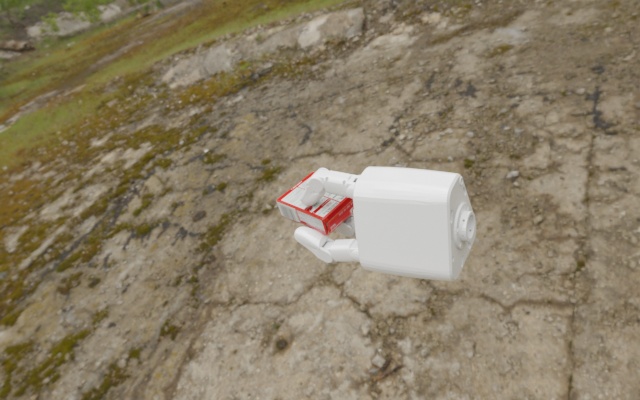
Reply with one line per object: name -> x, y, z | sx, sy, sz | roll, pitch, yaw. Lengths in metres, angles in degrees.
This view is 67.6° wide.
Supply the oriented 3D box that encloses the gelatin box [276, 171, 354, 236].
gelatin box -> 0.000, 0.002, 0.613 | 0.089, 0.030, 0.073 | 21, 49, 40
